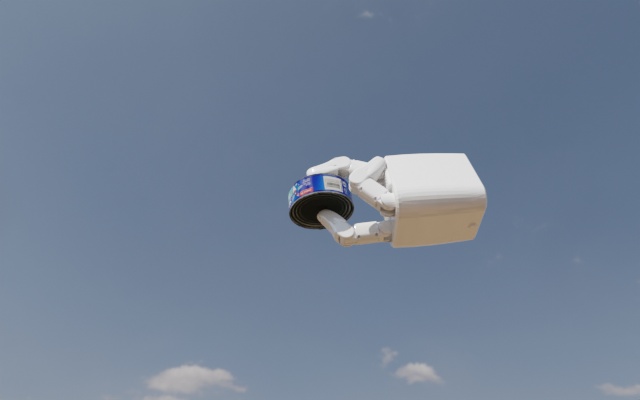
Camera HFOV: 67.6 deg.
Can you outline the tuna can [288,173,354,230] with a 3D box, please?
[{"bbox_3d":[0.000,0.002,0.634,0.086,0.033,0.086,-5,-35,-3],"label":"tuna can"}]
